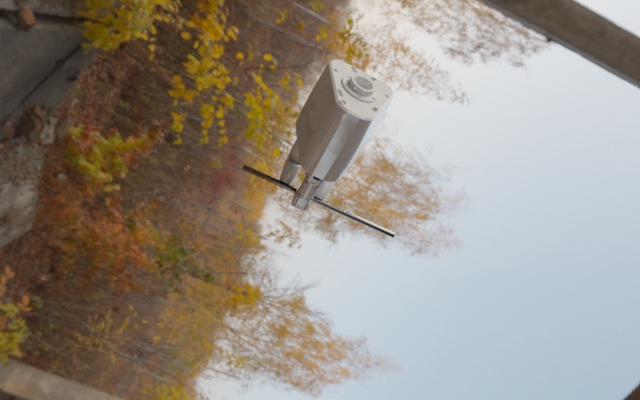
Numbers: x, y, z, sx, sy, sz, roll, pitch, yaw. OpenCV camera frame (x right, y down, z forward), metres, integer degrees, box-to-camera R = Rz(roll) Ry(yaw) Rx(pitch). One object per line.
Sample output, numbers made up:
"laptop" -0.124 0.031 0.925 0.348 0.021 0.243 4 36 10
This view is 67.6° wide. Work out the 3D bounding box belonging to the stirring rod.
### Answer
"stirring rod" 0.000 0.002 0.684 0.239 0.011 0.011 24 -4 -9
